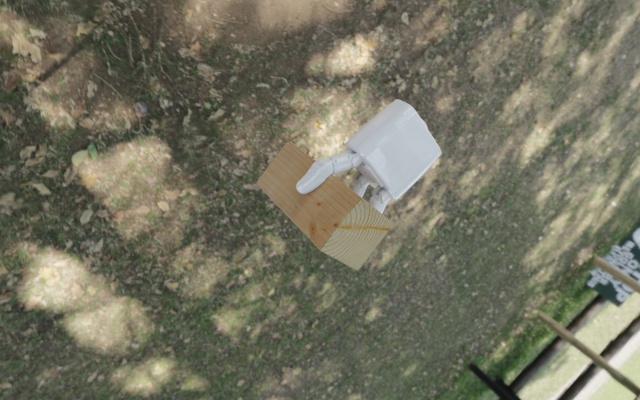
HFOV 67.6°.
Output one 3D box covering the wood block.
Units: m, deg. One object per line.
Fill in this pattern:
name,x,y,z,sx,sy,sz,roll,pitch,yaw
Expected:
wood block,0.000,0.002,0.729,0.091,0.090,0.206,35,5,-43
